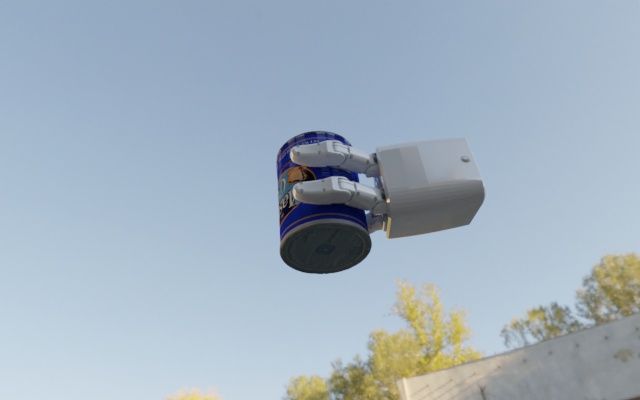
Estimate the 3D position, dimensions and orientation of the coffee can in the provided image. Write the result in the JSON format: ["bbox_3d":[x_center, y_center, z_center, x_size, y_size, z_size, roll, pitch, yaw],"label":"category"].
[{"bbox_3d":[0.000,0.002,0.571,0.103,0.140,0.103,-4,-39,-3],"label":"coffee can"}]
